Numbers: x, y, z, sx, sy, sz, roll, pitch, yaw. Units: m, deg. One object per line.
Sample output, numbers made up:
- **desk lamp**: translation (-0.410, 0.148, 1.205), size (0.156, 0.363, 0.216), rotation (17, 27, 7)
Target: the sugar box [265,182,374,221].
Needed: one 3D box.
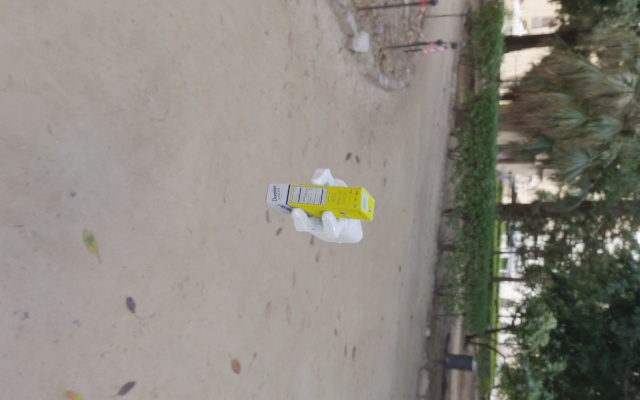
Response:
- **sugar box**: translation (0.000, 0.003, 0.857), size (0.176, 0.048, 0.093), rotation (1, -14, 19)
